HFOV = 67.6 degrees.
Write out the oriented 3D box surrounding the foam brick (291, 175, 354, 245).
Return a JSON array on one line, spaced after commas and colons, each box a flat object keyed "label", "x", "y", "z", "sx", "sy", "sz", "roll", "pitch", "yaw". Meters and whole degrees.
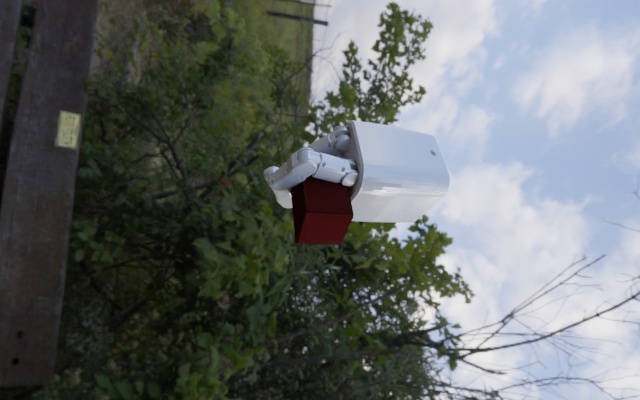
[{"label": "foam brick", "x": 0.000, "y": 0.002, "z": 0.513, "sx": 0.051, "sy": 0.078, "sz": 0.053, "roll": 5, "pitch": -42, "yaw": -15}]
